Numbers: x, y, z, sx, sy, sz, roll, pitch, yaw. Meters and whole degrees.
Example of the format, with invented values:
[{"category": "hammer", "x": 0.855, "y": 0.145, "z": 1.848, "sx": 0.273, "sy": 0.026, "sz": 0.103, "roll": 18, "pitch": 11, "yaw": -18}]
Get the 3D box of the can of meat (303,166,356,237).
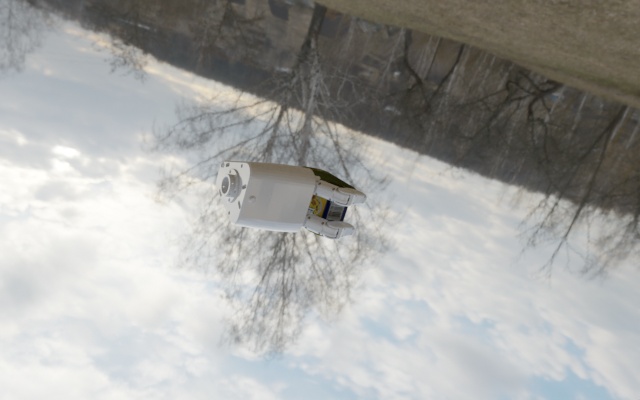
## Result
[{"category": "can of meat", "x": 0.000, "y": 0.003, "z": 0.765, "sx": 0.057, "sy": 0.084, "sz": 0.102, "roll": 6, "pitch": 18, "yaw": -39}]
